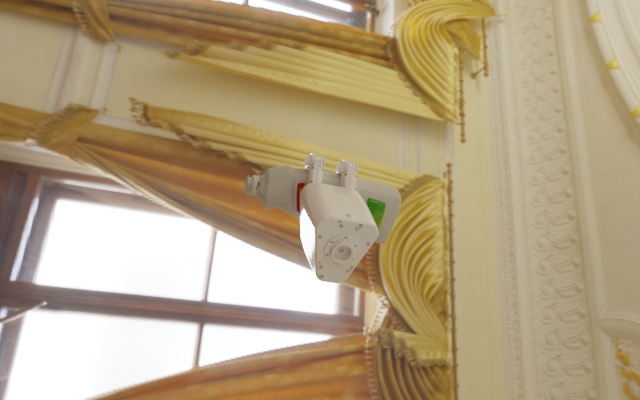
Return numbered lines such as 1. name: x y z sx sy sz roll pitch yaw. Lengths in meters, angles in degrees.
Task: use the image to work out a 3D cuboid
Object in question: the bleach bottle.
1. bleach bottle: 0.000 0.002 0.785 0.251 0.103 0.068 10 23 -17
